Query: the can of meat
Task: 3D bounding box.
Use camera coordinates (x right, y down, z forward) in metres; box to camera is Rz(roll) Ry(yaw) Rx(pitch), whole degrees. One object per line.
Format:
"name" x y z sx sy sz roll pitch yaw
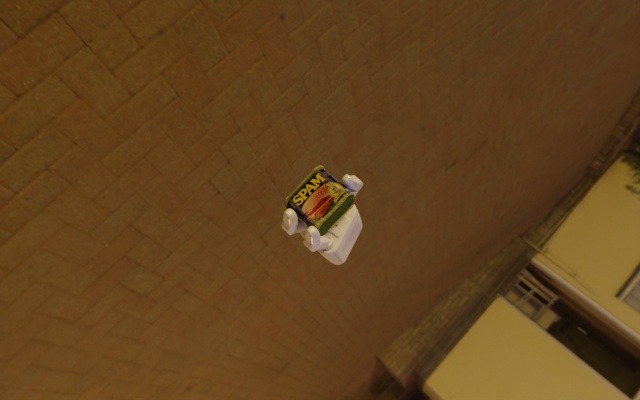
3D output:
"can of meat" 0.000 0.003 0.852 0.084 0.102 0.057 41 -9 24
